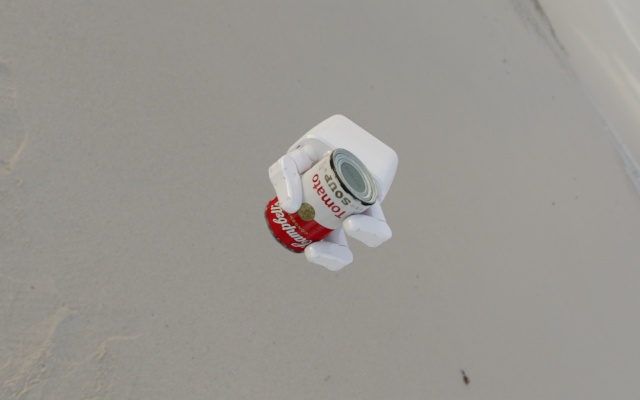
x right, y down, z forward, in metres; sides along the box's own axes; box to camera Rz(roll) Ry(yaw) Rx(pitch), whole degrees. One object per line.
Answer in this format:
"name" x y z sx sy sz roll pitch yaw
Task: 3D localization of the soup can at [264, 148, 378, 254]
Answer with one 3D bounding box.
"soup can" 0.000 0.002 0.492 0.102 0.068 0.068 -37 -21 30
